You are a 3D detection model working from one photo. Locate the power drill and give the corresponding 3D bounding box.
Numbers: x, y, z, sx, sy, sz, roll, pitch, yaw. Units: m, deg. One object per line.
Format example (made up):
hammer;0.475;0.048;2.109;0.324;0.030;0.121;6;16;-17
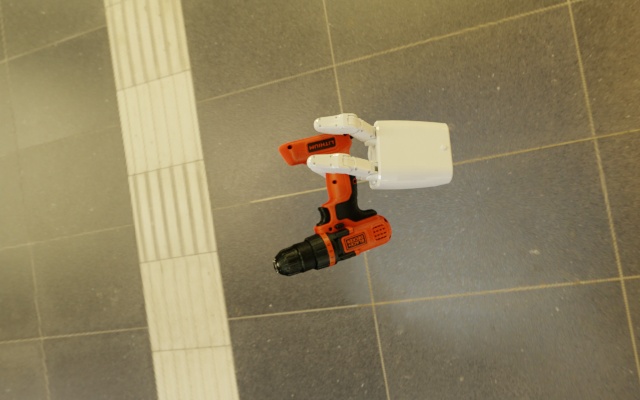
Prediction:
power drill;0.000;0.002;0.692;0.184;0.187;0.057;-17;6;-20
